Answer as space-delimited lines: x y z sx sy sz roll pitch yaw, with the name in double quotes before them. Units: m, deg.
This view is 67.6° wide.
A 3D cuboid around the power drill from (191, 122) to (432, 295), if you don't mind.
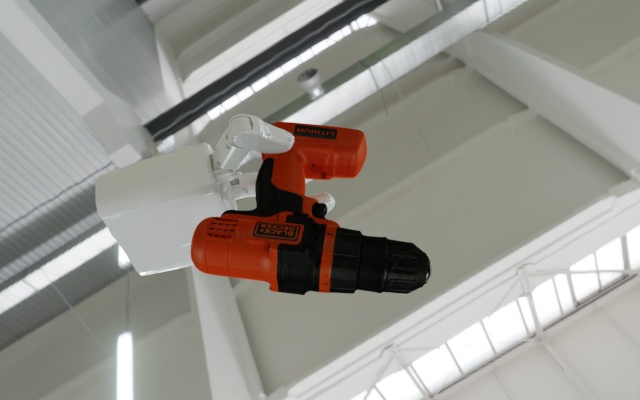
"power drill" 0.000 0.001 0.421 0.184 0.057 0.187 7 37 3
